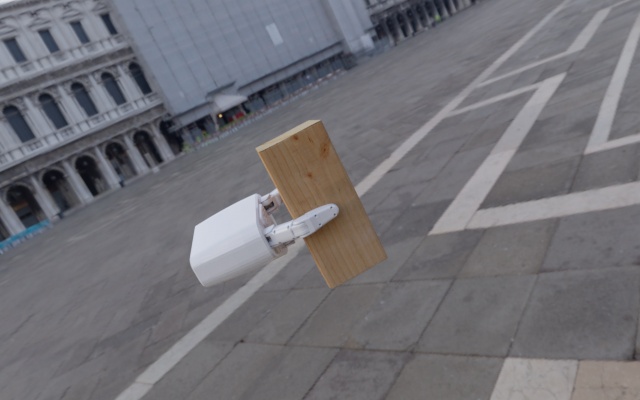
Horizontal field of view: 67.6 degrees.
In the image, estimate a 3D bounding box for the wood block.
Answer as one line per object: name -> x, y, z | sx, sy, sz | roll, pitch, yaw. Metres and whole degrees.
wood block -> 0.000, 0.002, 0.657 | 0.090, 0.206, 0.091 | -28, 13, -5
